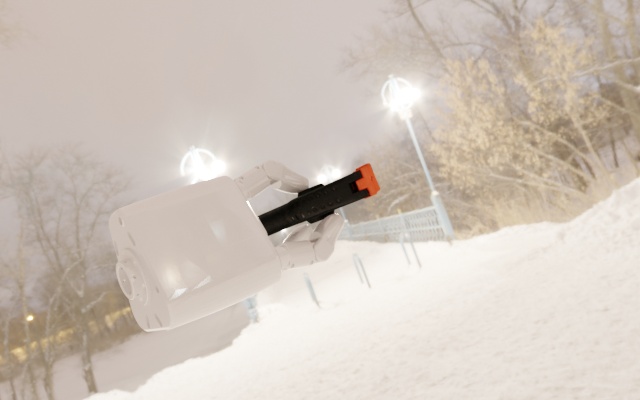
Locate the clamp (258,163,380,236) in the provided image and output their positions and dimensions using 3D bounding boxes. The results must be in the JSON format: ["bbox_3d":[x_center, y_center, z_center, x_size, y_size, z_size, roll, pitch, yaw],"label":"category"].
[{"bbox_3d":[0.000,0.001,0.516,0.164,0.036,0.210,-22,-1,-40],"label":"clamp"}]
